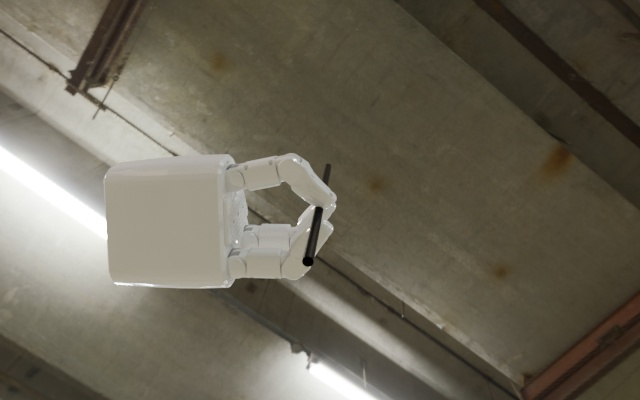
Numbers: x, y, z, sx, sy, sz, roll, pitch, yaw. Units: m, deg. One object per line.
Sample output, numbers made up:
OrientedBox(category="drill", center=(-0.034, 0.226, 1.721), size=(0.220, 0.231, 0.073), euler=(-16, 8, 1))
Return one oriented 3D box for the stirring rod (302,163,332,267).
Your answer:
OrientedBox(category="stirring rod", center=(0.000, 0.001, 0.439), size=(0.011, 0.011, 0.239), euler=(0, 20, 4))
